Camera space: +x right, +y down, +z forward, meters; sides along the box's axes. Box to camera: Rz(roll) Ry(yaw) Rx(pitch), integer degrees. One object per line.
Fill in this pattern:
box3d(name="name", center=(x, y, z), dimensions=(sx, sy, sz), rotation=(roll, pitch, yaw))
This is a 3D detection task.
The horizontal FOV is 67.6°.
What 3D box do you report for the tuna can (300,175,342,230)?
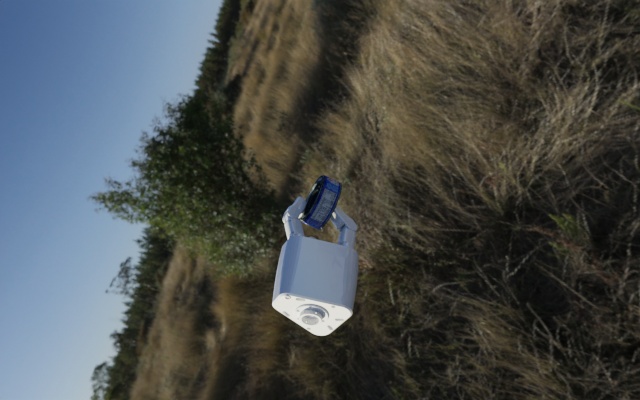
box3d(name="tuna can", center=(0.000, 0.002, 0.776), dimensions=(0.034, 0.086, 0.086), rotation=(26, -6, -12))
